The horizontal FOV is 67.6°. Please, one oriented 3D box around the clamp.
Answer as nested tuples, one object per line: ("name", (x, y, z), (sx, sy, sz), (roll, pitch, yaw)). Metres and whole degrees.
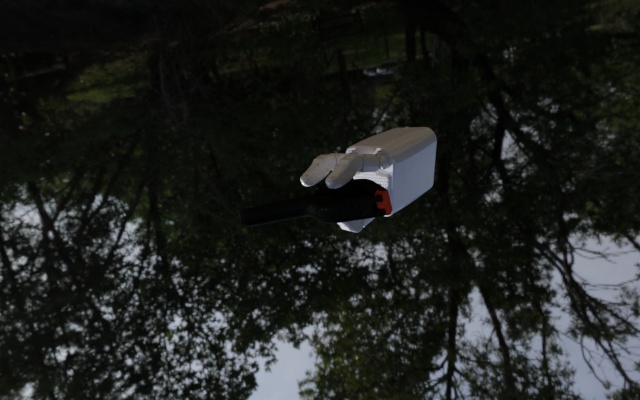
("clamp", (0.001, 0.003, 0.637), (0.164, 0.036, 0.210), (-31, 24, -32))
